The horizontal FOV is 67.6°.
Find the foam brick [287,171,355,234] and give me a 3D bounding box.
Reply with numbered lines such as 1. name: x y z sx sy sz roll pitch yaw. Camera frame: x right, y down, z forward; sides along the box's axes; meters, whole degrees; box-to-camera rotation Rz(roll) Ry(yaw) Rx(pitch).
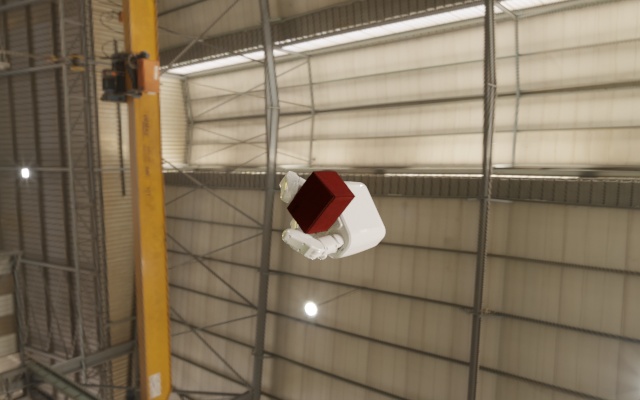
1. foam brick: 0.000 0.002 0.678 0.051 0.053 0.078 -5 -39 -49
